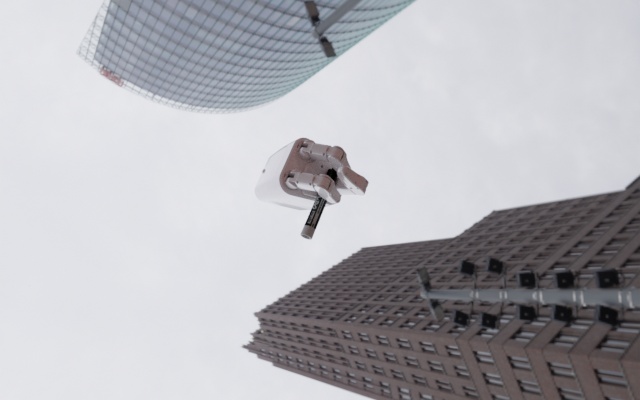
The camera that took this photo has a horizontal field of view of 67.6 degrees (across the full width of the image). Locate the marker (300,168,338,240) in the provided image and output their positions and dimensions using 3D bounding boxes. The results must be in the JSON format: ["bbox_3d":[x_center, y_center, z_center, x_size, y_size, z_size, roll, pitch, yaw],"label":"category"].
[{"bbox_3d":[0.000,0.002,0.727,0.020,0.121,0.020,19,-22,8],"label":"marker"}]
